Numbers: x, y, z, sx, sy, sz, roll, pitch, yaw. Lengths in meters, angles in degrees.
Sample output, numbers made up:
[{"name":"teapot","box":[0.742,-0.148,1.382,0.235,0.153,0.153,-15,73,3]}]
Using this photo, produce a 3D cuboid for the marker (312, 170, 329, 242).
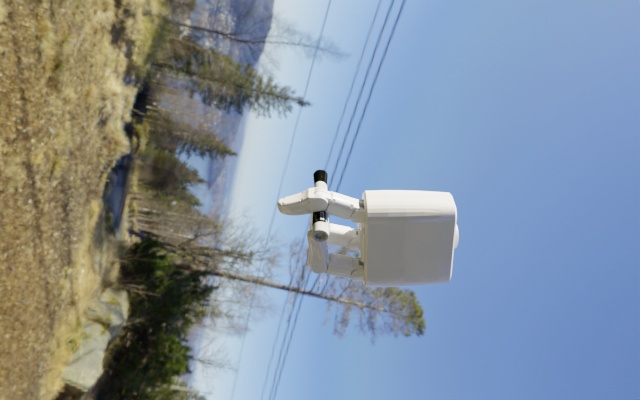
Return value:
[{"name":"marker","box":[0.000,0.002,0.579,0.020,0.020,0.121,0,39,0]}]
